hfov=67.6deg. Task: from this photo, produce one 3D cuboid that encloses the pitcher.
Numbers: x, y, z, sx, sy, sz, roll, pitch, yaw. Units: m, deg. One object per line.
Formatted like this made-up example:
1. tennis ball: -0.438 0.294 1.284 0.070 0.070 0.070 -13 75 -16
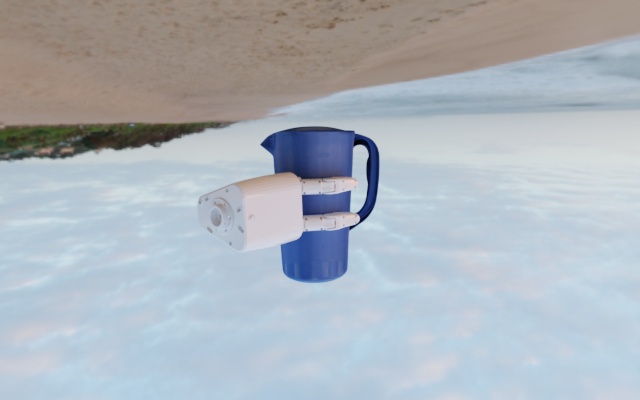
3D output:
1. pitcher: 0.000 0.003 0.771 0.149 0.243 0.145 7 12 40
